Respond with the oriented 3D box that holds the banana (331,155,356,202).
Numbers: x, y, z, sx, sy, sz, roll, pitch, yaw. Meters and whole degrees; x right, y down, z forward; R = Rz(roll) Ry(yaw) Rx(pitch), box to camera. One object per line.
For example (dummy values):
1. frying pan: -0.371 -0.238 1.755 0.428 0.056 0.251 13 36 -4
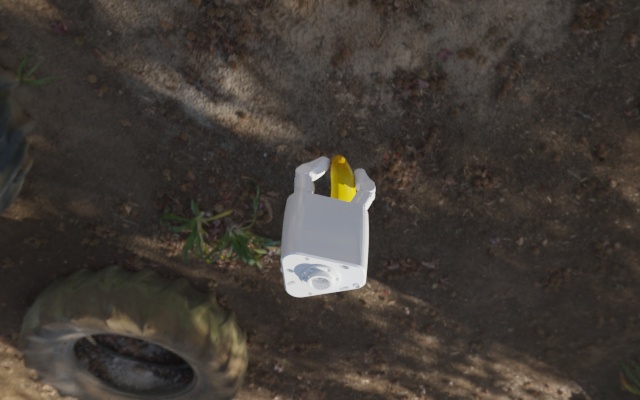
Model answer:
1. banana: 0.016 0.011 0.752 0.069 0.037 0.198 20 -45 -12
